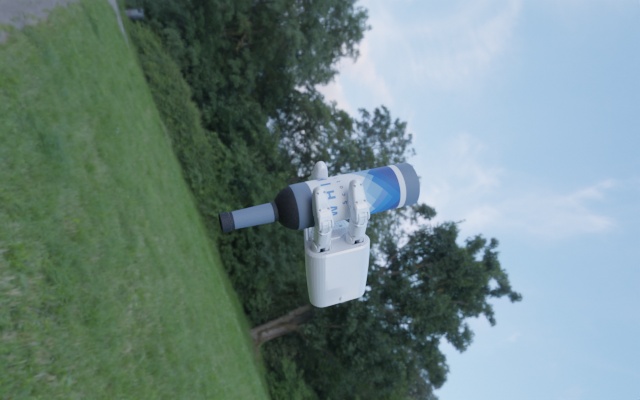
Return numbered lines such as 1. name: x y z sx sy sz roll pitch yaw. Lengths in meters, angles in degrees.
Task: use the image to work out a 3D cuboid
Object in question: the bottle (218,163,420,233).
1. bottle: 0.000 0.002 0.699 0.295 0.069 0.069 -12 3 -17
